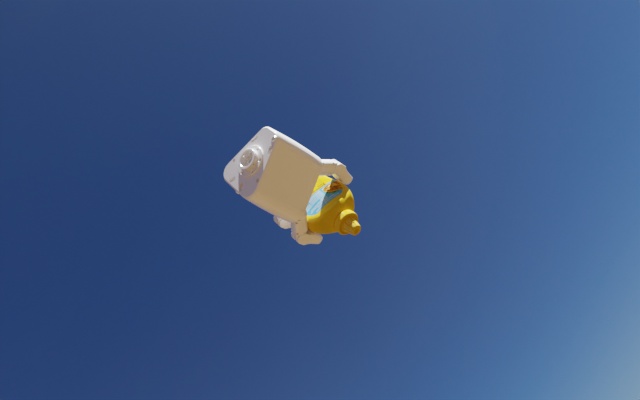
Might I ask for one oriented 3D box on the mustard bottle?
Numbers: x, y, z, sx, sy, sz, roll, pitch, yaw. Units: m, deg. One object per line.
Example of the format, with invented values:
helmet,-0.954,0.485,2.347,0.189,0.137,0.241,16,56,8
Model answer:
mustard bottle,0.000,0.003,0.804,0.096,0.058,0.191,-39,46,-14
